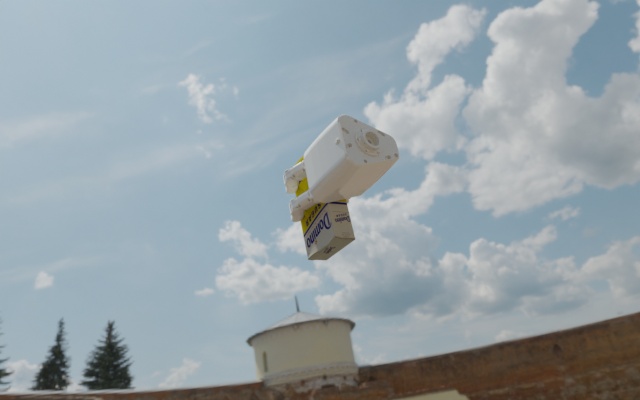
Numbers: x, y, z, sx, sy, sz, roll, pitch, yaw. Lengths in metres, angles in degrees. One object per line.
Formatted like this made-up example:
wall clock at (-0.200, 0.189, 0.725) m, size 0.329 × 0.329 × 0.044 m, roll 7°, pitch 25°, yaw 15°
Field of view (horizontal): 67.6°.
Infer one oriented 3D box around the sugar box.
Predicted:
sugar box at (0.000, 0.002, 0.802) m, size 0.048 × 0.176 × 0.093 m, roll 7°, pitch -31°, yaw -30°
